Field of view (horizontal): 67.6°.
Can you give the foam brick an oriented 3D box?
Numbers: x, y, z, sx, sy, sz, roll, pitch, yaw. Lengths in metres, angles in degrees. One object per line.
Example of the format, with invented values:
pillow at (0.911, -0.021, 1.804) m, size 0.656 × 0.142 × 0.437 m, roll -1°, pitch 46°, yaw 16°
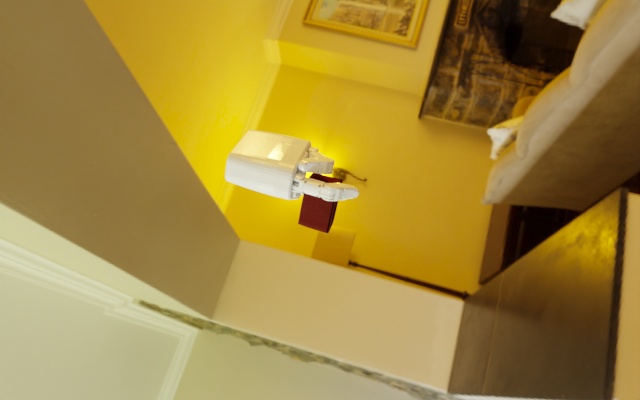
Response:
foam brick at (0.000, 0.003, 0.761) m, size 0.051 × 0.078 × 0.053 m, roll 14°, pitch 20°, yaw 7°
